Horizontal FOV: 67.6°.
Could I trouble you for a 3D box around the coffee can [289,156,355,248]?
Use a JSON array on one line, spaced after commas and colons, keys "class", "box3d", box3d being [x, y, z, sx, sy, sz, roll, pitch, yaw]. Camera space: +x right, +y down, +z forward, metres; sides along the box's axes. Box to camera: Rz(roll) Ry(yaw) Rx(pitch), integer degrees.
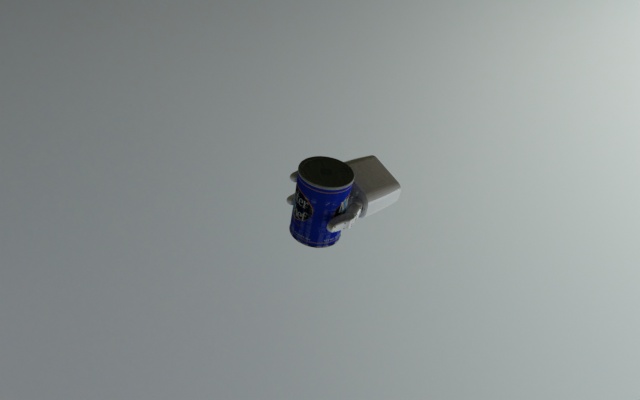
[{"class": "coffee can", "box3d": [0.000, 0.003, 0.893, 0.103, 0.140, 0.102, 7, 35, -5]}]
